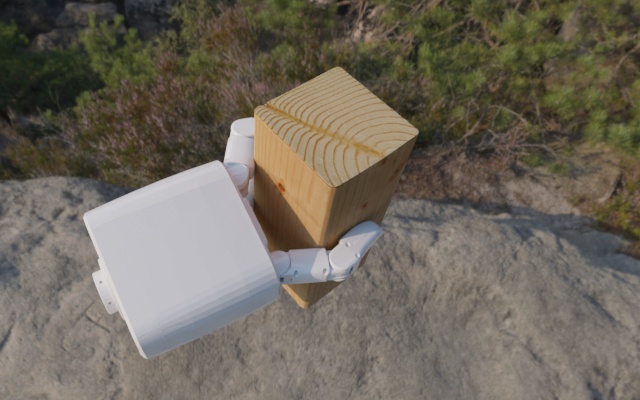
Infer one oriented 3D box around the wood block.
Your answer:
[{"bbox_3d":[0.000,0.002,0.429,0.090,0.090,0.206,-34,-24,-27],"label":"wood block"}]
